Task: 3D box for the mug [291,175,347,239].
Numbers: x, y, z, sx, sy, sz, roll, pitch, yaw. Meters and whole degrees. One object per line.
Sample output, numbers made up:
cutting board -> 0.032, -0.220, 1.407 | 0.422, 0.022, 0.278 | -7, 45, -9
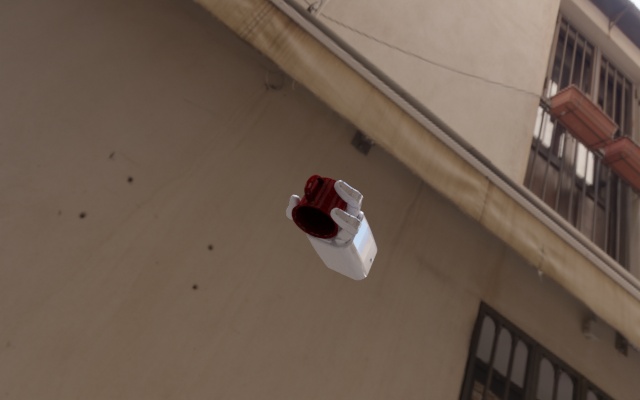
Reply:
mug -> 0.000, 0.002, 0.884 | 0.093, 0.081, 0.117 | 2, -44, 31
